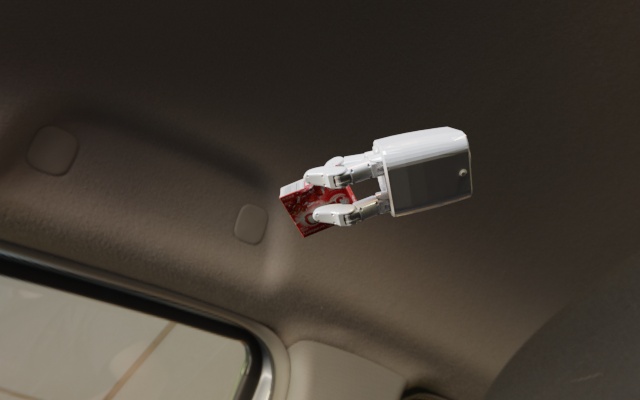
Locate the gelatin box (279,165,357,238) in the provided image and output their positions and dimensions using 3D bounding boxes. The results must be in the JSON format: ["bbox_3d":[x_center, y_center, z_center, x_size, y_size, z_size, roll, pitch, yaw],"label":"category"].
[{"bbox_3d":[0.000,0.002,0.647,0.089,0.073,0.030,-22,29,14],"label":"gelatin box"}]
